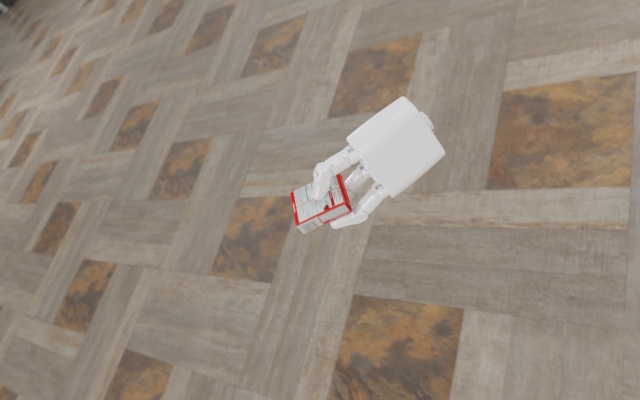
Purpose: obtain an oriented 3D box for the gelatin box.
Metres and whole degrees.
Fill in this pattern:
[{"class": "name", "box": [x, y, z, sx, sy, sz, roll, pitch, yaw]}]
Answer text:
[{"class": "gelatin box", "box": [0.000, 0.002, 0.748, 0.089, 0.073, 0.030, -26, -43, 13]}]
